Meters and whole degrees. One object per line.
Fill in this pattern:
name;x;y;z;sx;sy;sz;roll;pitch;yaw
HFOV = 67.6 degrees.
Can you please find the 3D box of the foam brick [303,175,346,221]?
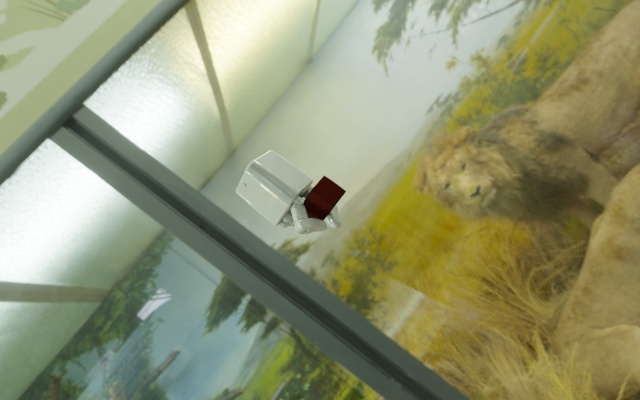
foam brick;0.000;0.003;0.887;0.053;0.051;0.078;-49;-4;-46
